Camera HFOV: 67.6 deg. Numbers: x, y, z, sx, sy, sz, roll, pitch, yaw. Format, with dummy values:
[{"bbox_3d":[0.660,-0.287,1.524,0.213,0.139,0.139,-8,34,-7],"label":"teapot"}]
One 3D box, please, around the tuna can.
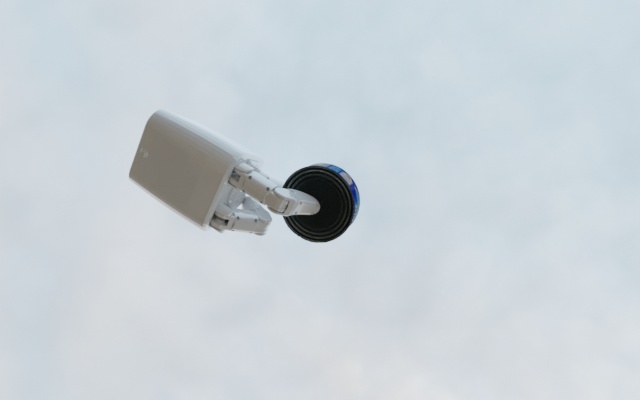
[{"bbox_3d":[0.000,0.002,0.533,0.086,0.086,0.033,0,11,18],"label":"tuna can"}]
